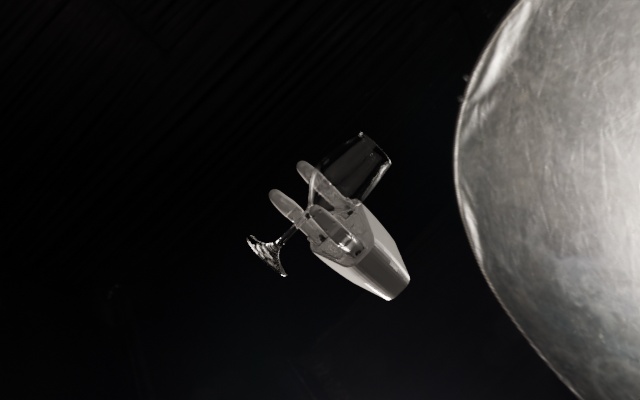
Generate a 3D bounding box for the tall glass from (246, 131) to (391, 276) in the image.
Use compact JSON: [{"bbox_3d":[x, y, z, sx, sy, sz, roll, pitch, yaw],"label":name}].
[{"bbox_3d":[0.000,0.002,0.621,0.079,0.201,0.079,45,2,-2],"label":"tall glass"}]
